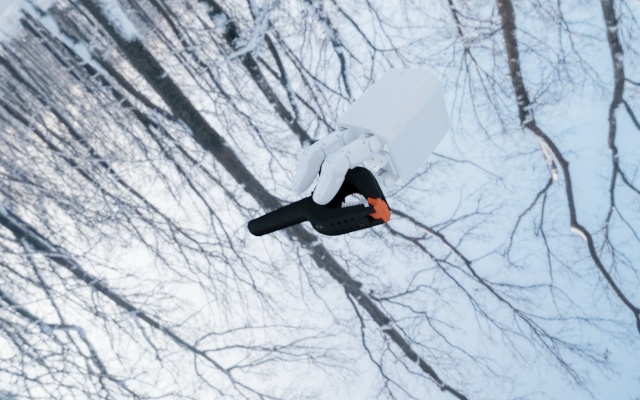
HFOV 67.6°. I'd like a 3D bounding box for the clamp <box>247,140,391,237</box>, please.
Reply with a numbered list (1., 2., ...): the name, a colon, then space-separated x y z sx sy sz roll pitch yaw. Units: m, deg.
1. clamp: 0.001 0.002 0.582 0.036 0.164 0.210 47 -11 -33
